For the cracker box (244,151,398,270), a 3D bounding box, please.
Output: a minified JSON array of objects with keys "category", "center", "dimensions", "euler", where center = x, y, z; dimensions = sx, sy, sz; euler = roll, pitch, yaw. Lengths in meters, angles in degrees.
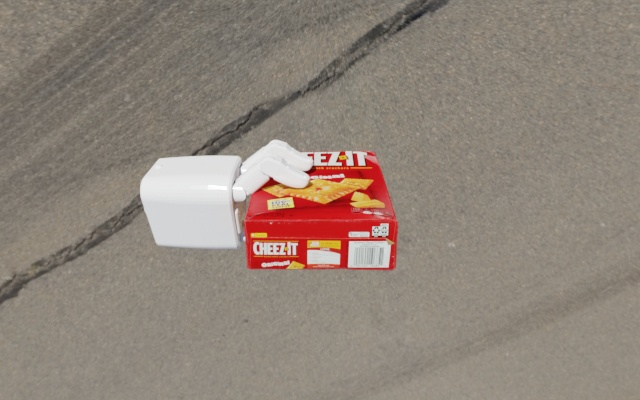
[{"category":"cracker box","center":[0.000,0.002,0.599],"dimensions":[0.164,0.072,0.213],"euler":[0,26,0]}]
